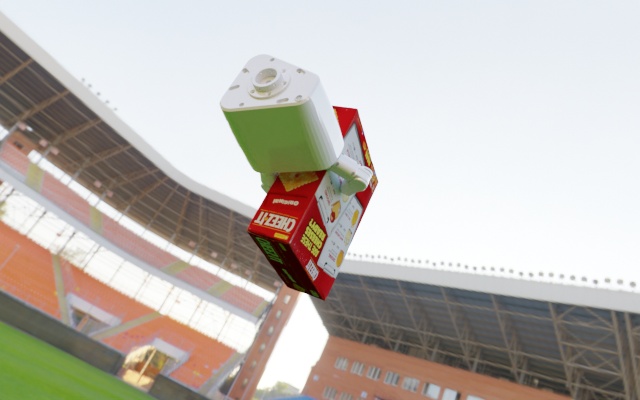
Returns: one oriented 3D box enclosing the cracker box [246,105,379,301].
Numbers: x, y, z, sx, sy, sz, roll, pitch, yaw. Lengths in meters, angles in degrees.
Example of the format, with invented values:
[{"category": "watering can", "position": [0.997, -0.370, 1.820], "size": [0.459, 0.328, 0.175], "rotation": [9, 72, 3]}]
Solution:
[{"category": "cracker box", "position": [0.000, 0.002, 0.654], "size": [0.072, 0.213, 0.164], "rotation": [13, -30, 26]}]
